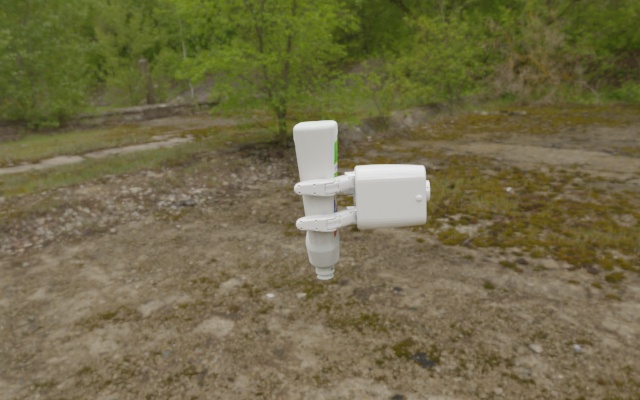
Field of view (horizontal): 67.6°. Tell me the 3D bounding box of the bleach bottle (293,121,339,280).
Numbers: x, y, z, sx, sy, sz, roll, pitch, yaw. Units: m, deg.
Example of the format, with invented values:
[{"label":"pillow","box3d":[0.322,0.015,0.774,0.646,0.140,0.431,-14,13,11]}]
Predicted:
[{"label":"bleach bottle","box3d":[0.000,0.003,0.769,0.068,0.251,0.102,-3,15,5]}]
